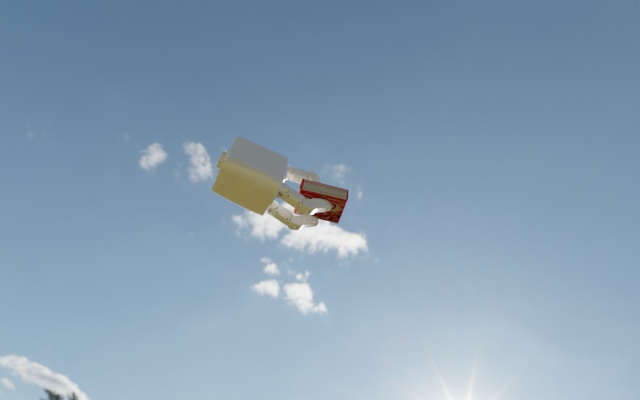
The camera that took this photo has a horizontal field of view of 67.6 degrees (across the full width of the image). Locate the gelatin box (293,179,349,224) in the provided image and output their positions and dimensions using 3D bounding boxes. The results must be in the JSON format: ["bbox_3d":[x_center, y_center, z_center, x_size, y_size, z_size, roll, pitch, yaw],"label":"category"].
[{"bbox_3d":[0.001,0.003,0.880,0.089,0.030,0.073,13,-40,-4],"label":"gelatin box"}]
